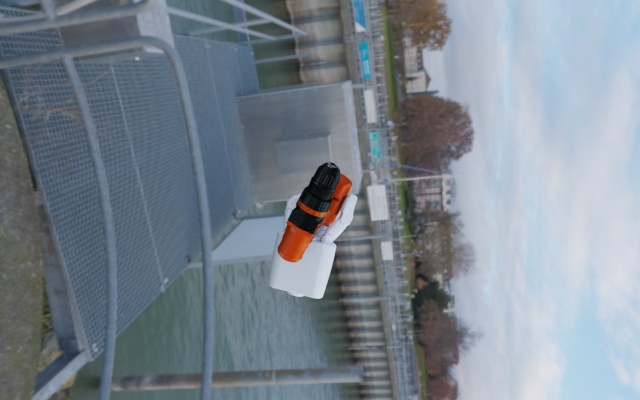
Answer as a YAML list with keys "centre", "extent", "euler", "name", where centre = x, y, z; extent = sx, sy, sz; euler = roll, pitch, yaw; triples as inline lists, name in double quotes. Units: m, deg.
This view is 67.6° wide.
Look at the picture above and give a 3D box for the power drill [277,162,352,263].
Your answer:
- centre: [0.000, 0.003, 0.836]
  extent: [0.057, 0.184, 0.187]
  euler: [32, 21, 8]
  name: "power drill"
